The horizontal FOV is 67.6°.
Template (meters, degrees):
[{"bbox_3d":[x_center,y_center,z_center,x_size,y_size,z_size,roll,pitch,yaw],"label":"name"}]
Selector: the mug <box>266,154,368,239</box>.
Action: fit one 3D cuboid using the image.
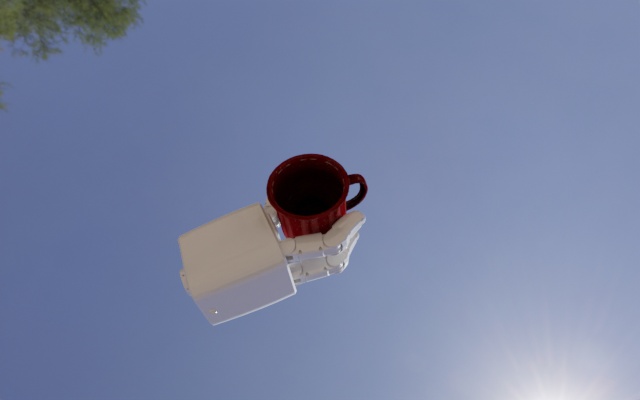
[{"bbox_3d":[0.001,0.001,0.563,0.117,0.093,0.082,-21,-35,-9],"label":"mug"}]
